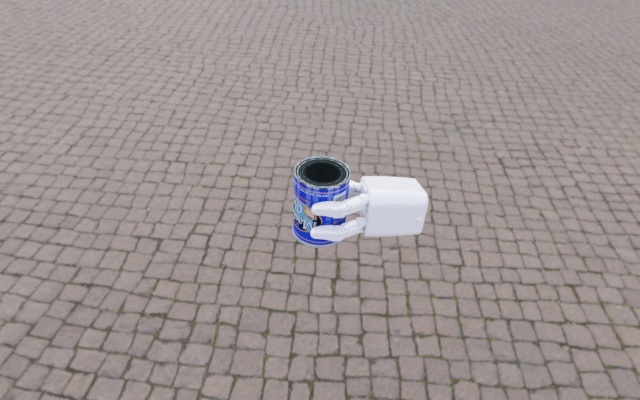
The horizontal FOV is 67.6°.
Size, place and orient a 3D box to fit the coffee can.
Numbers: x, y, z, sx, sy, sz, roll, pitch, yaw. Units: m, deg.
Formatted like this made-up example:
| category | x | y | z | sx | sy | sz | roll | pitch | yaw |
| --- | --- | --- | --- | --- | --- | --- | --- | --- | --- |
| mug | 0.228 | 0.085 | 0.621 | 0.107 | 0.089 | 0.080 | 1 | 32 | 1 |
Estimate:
| category | x | y | z | sx | sy | sz | roll | pitch | yaw |
| --- | --- | --- | --- | --- | --- | --- | --- | --- | --- |
| coffee can | 0.000 | 0.003 | 0.890 | 0.103 | 0.140 | 0.102 | 2 | 38 | -2 |
